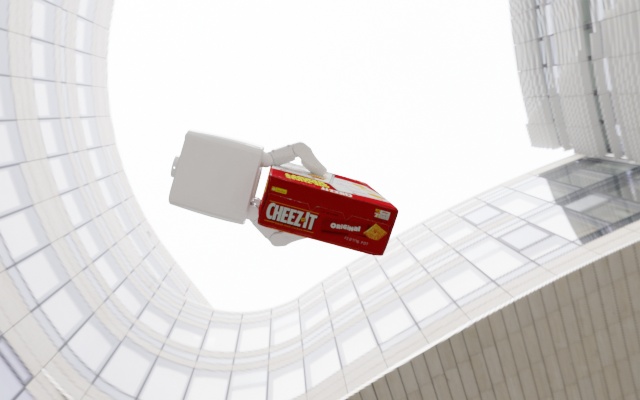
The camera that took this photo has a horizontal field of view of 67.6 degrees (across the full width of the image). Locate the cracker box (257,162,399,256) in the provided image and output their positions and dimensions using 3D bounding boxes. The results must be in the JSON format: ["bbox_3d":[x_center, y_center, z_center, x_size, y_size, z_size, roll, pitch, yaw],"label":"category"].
[{"bbox_3d":[0.000,0.002,0.673,0.164,0.072,0.213,14,9,-7],"label":"cracker box"}]
